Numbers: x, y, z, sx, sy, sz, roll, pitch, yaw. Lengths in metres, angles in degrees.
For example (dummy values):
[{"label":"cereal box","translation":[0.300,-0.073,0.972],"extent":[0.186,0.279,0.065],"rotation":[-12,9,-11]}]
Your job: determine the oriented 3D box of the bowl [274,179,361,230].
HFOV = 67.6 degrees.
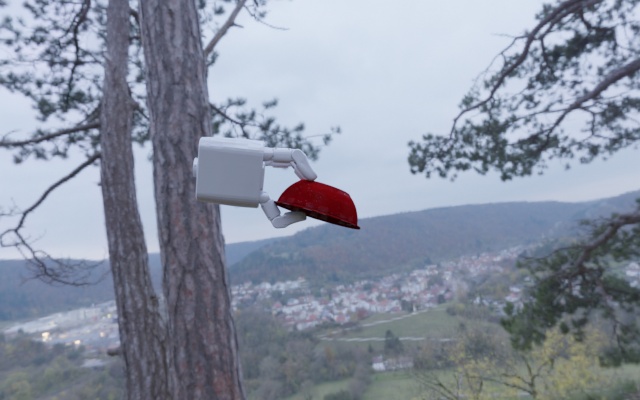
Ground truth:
[{"label":"bowl","translation":[0.001,0.003,0.839],"extent":[0.162,0.055,0.162],"rotation":[17,-6,2]}]
